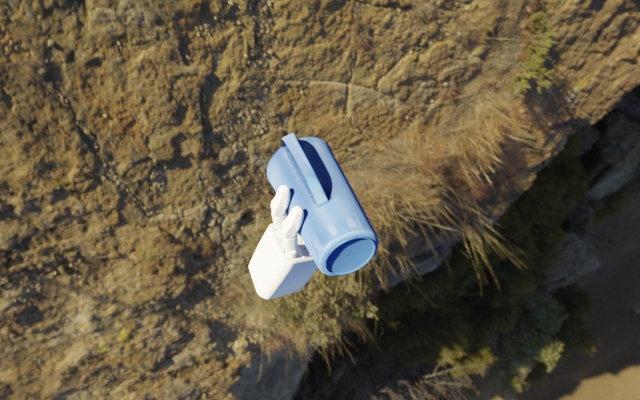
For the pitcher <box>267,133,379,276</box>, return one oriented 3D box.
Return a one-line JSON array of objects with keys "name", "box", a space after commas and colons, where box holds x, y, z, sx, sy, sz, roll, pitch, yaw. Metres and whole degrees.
[{"name": "pitcher", "box": [0.000, 0.003, 0.826, 0.149, 0.145, 0.242, 9, 37, -35]}]
